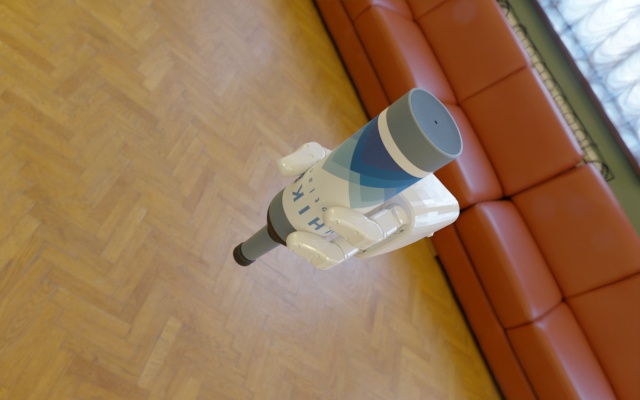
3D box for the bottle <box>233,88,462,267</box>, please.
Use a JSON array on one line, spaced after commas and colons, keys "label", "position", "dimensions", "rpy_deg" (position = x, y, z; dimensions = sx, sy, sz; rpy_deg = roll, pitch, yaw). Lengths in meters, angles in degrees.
[{"label": "bottle", "position": [0.000, 0.001, 0.477], "dimensions": [0.069, 0.069, 0.296], "rpy_deg": [0, -26, -45]}]
